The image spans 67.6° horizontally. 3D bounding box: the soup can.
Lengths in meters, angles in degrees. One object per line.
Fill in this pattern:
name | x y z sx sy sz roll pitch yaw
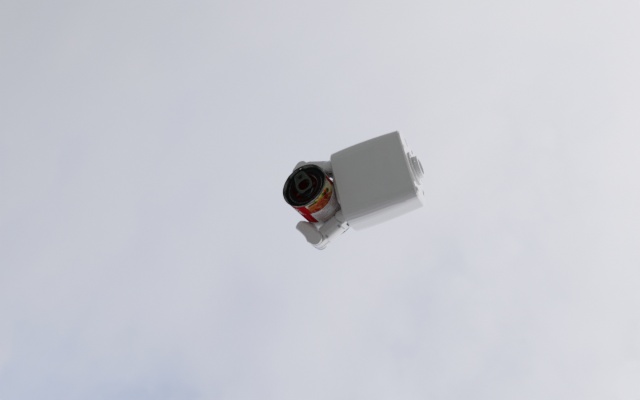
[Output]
soup can | 0.000 0.003 0.695 0.068 0.068 0.102 0 -28 32
